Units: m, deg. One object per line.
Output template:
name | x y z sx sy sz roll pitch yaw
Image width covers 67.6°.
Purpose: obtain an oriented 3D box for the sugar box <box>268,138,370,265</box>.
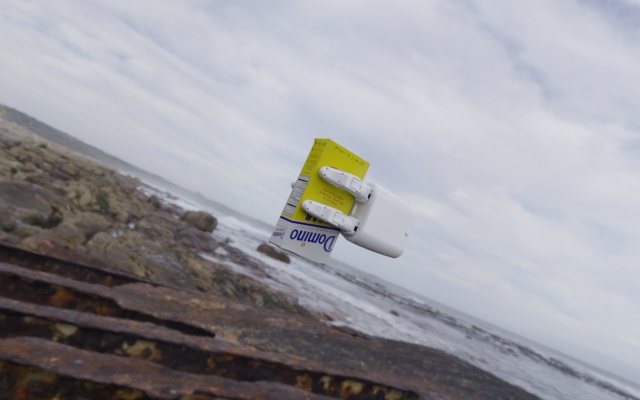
sugar box | 0.001 0.002 0.728 0.093 0.176 0.048 26 -7 -34
